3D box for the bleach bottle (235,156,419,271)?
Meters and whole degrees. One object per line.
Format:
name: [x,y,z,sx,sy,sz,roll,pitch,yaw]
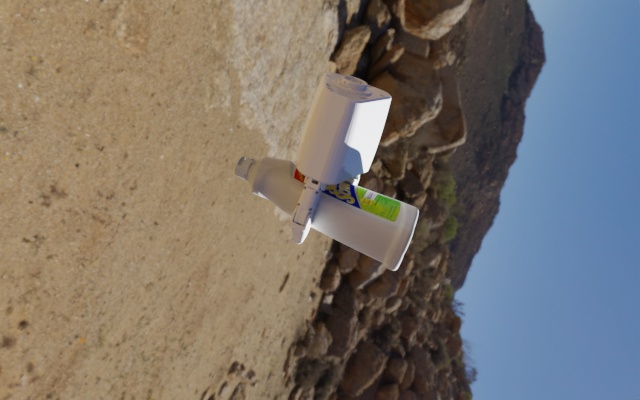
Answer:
bleach bottle: [0.000,0.002,0.637,0.251,0.068,0.102,22,27,8]
